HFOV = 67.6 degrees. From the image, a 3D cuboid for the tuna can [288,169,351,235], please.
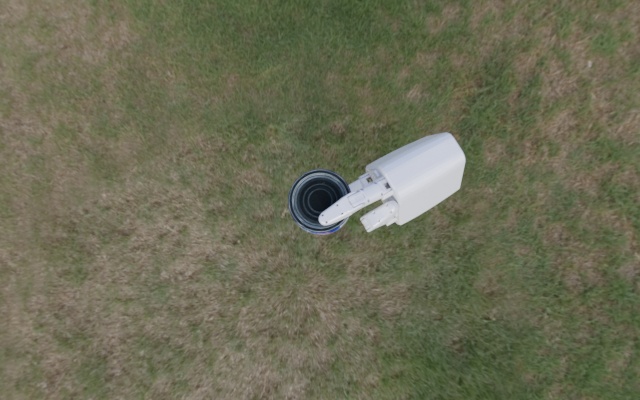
[{"bbox_3d":[0.000,0.002,0.635,0.086,0.086,0.034,0,-7,2],"label":"tuna can"}]
